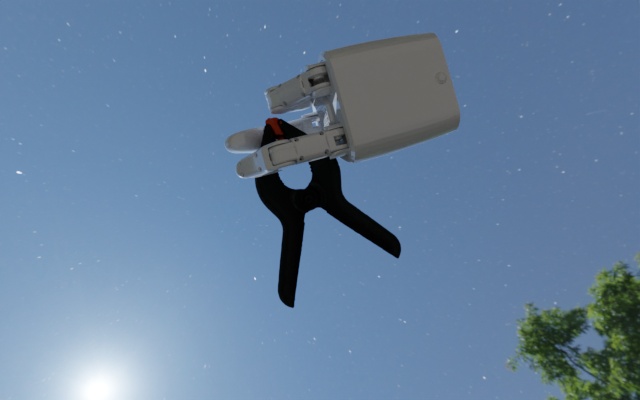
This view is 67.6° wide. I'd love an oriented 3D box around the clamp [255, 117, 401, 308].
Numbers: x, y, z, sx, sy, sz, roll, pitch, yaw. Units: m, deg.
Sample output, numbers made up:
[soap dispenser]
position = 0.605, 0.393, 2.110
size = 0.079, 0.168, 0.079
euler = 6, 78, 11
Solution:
[clamp]
position = 0.000, 0.001, 0.441
size = 0.120, 0.171, 0.039
euler = -16, 0, -10
